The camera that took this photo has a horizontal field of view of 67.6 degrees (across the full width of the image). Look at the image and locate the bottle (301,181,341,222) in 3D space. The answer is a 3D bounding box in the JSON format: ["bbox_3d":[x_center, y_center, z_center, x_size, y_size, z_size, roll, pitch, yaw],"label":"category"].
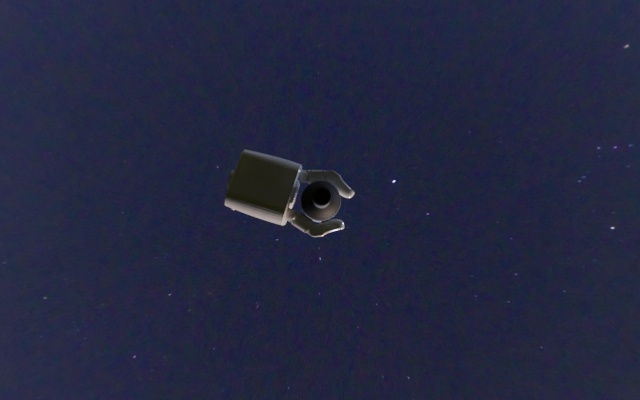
[{"bbox_3d":[0.000,0.003,0.827,0.069,0.069,0.296,0,-3,-1],"label":"bottle"}]
